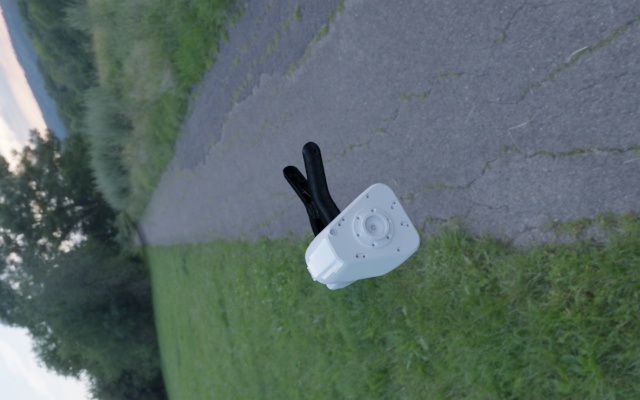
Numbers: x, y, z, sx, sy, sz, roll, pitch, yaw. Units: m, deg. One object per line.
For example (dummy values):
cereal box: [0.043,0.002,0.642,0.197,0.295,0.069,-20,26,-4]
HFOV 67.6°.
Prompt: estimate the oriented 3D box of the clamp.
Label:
clamp: [0.000,0.003,0.674,0.039,0.171,0.120,-25,-13,-18]
